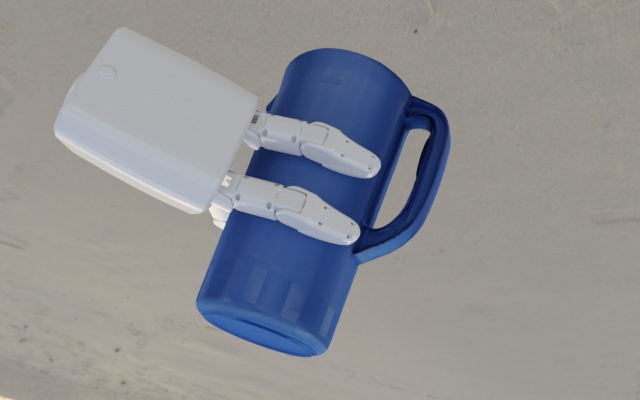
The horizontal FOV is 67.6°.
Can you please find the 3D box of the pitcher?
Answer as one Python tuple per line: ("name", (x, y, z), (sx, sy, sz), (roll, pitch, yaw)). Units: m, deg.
("pitcher", (0.000, 0.001, 0.407), (0.145, 0.242, 0.149), (28, -26, -16))
